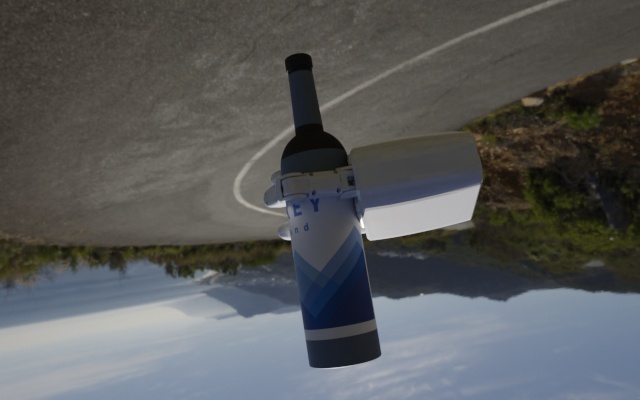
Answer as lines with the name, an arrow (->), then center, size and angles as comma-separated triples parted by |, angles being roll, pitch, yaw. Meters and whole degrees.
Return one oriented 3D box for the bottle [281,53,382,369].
bottle -> 0.000, 0.002, 0.456 | 0.069, 0.295, 0.069 | -9, -9, -1
